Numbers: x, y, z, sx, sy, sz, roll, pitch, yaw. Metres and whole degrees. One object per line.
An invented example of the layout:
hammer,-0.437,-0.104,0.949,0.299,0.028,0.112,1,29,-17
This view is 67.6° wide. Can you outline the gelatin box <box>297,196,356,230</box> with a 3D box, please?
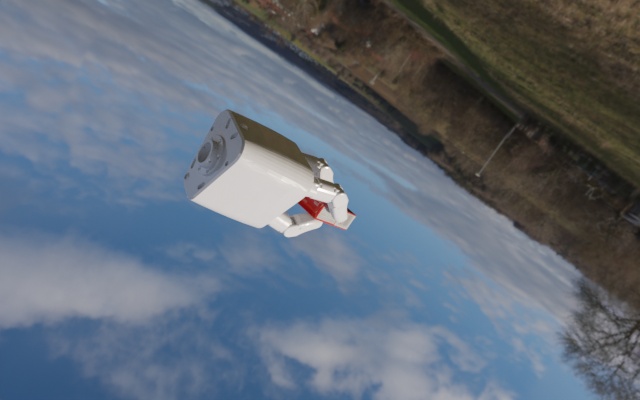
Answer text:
gelatin box,0.000,0.003,0.676,0.073,0.030,0.089,42,11,34
